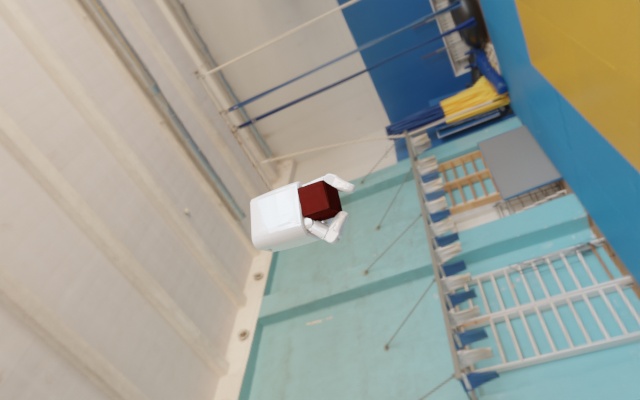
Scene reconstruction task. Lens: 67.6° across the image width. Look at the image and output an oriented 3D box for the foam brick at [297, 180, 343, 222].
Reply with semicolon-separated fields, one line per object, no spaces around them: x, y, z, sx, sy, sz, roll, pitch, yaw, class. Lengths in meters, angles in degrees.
0.000;0.003;0.835;0.051;0.053;0.078;-17;-16;17;foam brick
